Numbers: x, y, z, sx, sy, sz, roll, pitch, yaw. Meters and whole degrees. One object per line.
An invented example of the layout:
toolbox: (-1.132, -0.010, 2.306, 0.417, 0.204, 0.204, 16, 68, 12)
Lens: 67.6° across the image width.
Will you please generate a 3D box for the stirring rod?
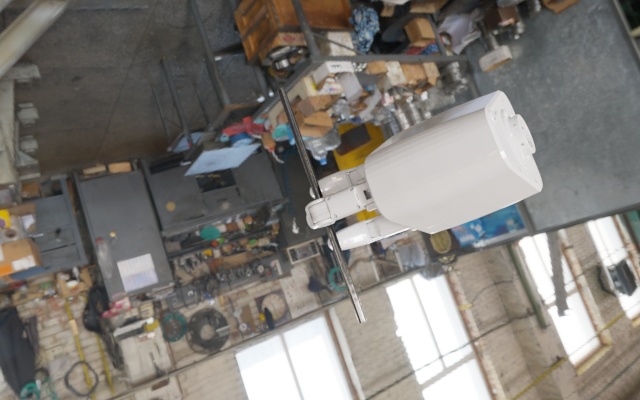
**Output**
stirring rod: (0.000, 0.001, 0.462, 0.011, 0.239, 0.011, -19, -7, -2)
